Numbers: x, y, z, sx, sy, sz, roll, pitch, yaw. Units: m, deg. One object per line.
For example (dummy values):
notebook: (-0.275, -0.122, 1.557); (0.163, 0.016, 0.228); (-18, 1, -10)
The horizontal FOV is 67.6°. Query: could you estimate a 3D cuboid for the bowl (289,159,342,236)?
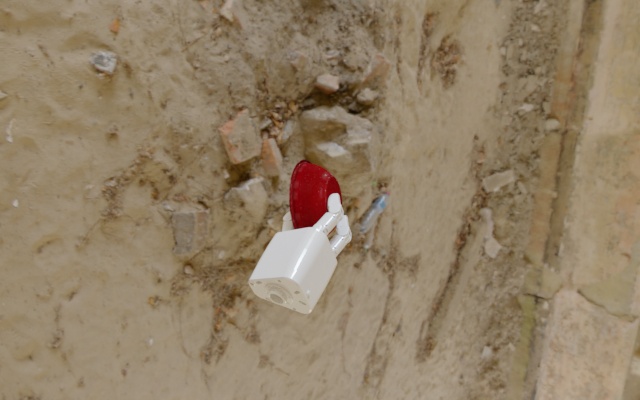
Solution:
bowl: (0.001, 0.002, 0.876); (0.055, 0.162, 0.162); (-4, -2, 21)
